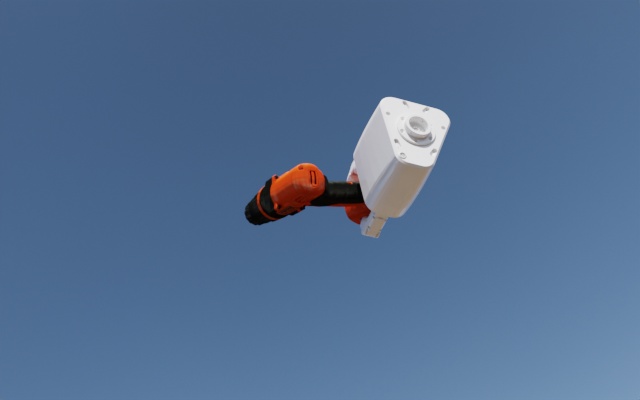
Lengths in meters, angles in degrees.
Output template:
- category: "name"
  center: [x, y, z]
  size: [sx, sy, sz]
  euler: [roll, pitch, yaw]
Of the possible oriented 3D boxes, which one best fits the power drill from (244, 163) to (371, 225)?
- category: "power drill"
  center: [0.001, 0.002, 0.696]
  size: [0.187, 0.057, 0.184]
  euler: [2, -16, -32]
